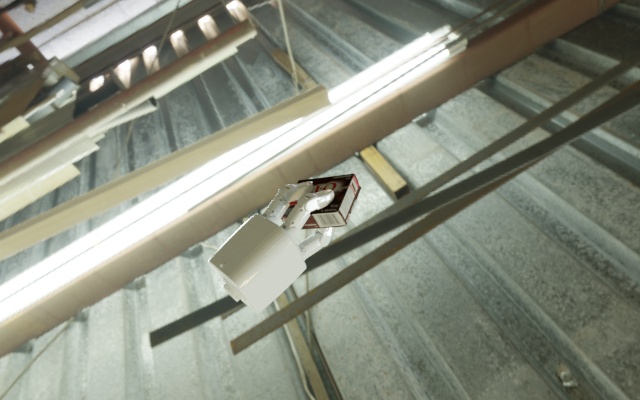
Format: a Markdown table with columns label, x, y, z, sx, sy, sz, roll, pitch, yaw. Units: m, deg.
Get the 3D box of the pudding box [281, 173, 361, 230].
| label | x | y | z | sx | sy | sz | roll | pitch | yaw |
| --- | --- | --- | --- | --- | --- | --- | --- | --- | --- |
| pudding box | 0.000 | 0.003 | 0.775 | 0.113 | 0.039 | 0.090 | -4 | 43 | 30 |
